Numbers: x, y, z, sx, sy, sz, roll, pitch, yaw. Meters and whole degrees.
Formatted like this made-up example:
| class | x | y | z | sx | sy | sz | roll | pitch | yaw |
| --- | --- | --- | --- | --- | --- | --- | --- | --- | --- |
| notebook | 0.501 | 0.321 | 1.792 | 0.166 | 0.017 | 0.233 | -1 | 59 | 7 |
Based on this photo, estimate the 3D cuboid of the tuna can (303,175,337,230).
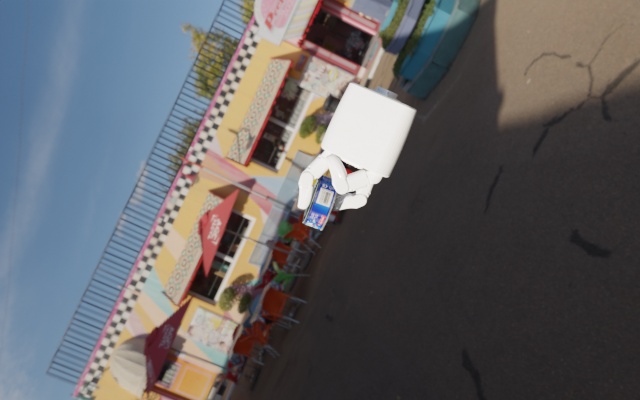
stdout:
| class | x | y | z | sx | sy | sz | roll | pitch | yaw |
| --- | --- | --- | --- | --- | --- | --- | --- | --- | --- |
| tuna can | 0.000 | 0.002 | 0.767 | 0.034 | 0.086 | 0.086 | 19 | -2 | -6 |
